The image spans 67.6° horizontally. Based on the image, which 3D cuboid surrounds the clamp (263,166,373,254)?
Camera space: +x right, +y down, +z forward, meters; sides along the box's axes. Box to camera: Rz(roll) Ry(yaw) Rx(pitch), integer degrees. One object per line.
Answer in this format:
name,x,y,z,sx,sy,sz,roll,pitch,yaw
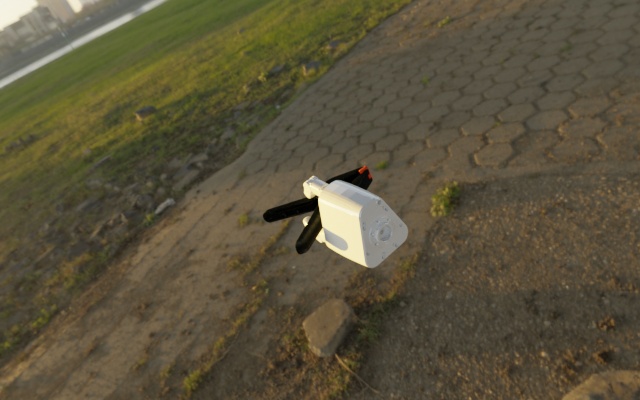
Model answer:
clamp,0.000,0.002,0.860,0.210,0.036,0.164,-38,33,-19
